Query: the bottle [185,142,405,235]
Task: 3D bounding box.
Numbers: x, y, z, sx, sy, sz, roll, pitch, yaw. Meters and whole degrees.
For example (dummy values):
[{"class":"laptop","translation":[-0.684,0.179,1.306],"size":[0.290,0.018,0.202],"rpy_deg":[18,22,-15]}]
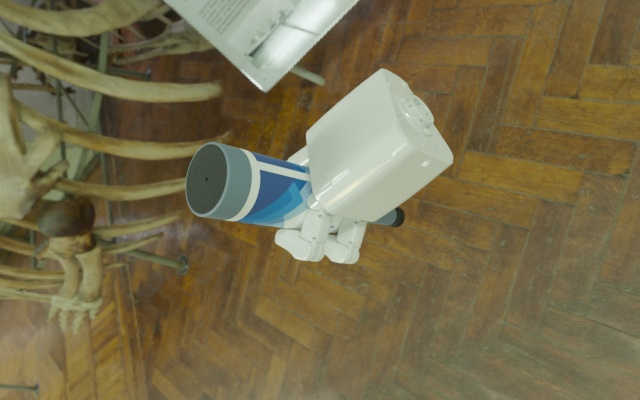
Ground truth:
[{"class":"bottle","translation":[0.000,0.002,0.520],"size":[0.069,0.069,0.296],"rpy_deg":[0,-8,43]}]
